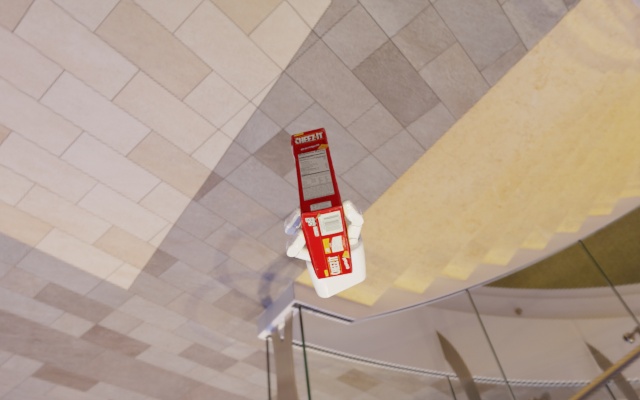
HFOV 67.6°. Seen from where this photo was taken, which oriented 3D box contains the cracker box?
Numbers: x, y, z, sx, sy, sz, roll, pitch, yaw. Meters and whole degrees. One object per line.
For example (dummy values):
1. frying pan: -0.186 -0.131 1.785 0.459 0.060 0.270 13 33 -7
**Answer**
1. cracker box: 0.000 0.003 0.838 0.072 0.164 0.213 -11 43 1
